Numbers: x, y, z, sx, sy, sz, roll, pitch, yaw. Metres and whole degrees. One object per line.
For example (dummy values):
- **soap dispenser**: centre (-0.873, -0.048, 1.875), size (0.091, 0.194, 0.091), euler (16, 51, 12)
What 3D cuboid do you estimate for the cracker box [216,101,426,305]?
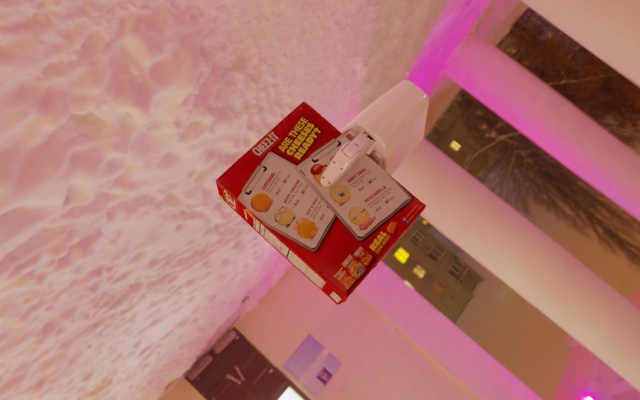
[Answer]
- **cracker box**: centre (0.000, 0.002, 0.618), size (0.213, 0.164, 0.072), euler (41, -21, 8)
